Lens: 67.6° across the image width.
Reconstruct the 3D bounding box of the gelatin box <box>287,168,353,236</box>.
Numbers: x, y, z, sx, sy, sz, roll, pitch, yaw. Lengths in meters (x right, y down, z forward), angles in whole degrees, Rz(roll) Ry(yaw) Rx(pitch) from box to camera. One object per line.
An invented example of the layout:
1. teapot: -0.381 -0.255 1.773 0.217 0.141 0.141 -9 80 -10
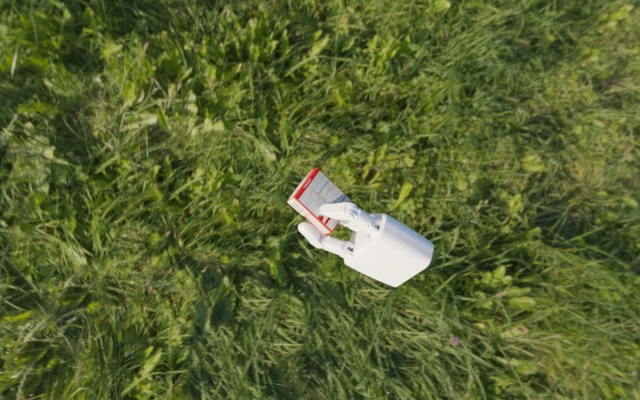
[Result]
1. gelatin box: 0.000 0.002 0.789 0.089 0.073 0.030 43 -31 -13
